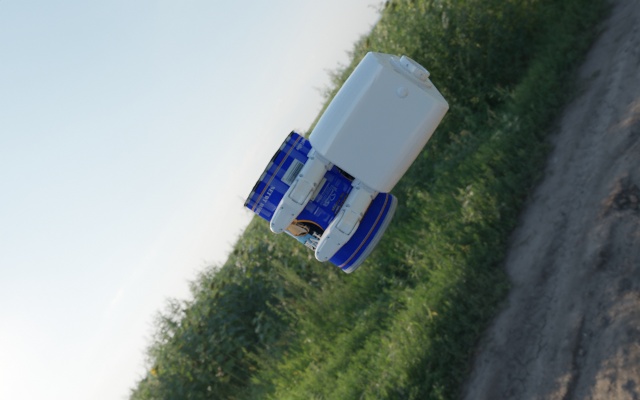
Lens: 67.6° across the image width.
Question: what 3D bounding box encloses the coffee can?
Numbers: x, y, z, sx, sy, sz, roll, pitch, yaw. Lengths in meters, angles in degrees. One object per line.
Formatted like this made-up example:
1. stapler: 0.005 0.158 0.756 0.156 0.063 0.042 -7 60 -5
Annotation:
1. coffee can: 0.000 0.002 0.539 0.140 0.103 0.103 33 -3 -4
